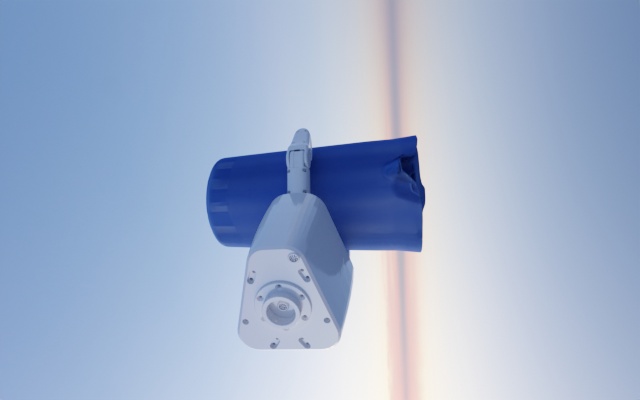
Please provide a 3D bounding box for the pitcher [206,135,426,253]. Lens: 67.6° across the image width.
[{"bbox_3d":[0.000,0.002,0.569,0.243,0.149,0.145,-2,25,9],"label":"pitcher"}]
